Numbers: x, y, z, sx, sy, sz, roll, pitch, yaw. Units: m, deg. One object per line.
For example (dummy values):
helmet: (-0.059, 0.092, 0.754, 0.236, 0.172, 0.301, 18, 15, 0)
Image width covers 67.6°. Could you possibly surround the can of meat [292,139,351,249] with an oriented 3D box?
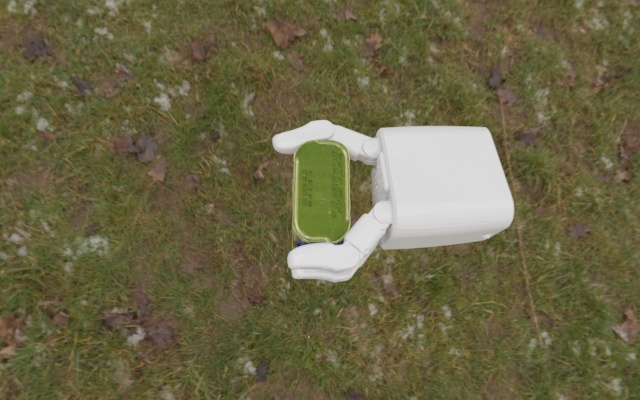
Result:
can of meat: (0.000, 0.001, 0.460, 0.057, 0.102, 0.084, 0, -16, -2)
